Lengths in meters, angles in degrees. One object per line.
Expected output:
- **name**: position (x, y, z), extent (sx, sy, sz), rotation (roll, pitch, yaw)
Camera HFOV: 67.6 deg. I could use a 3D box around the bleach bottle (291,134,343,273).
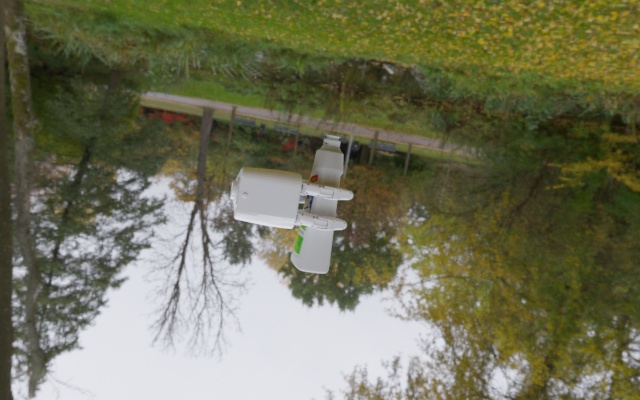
- **bleach bottle**: position (0.000, 0.003, 0.896), extent (0.068, 0.251, 0.102), rotation (8, 6, -13)
